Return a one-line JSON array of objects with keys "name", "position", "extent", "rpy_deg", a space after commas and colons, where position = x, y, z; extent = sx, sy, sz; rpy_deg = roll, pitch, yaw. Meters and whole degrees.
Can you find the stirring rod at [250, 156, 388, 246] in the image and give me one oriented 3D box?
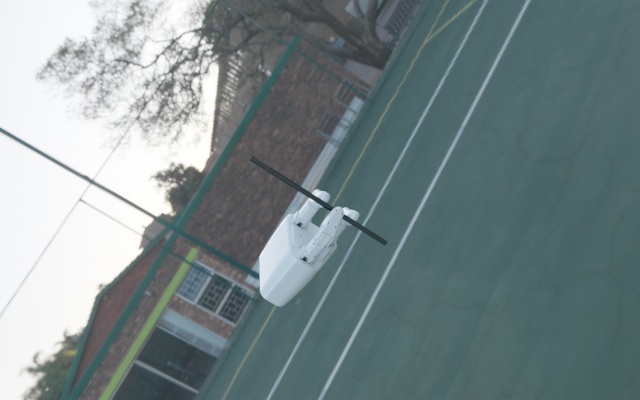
[{"name": "stirring rod", "position": [0.000, 0.002, 0.709], "extent": [0.239, 0.011, 0.011], "rpy_deg": [32, -7, -10]}]
